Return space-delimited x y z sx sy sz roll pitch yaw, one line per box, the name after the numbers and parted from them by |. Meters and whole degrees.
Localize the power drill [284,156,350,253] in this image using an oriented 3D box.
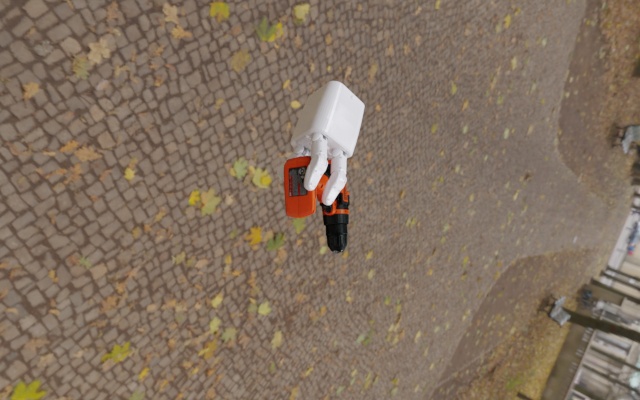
0.000 0.003 0.876 0.057 0.184 0.188 -8 -10 22 | power drill
